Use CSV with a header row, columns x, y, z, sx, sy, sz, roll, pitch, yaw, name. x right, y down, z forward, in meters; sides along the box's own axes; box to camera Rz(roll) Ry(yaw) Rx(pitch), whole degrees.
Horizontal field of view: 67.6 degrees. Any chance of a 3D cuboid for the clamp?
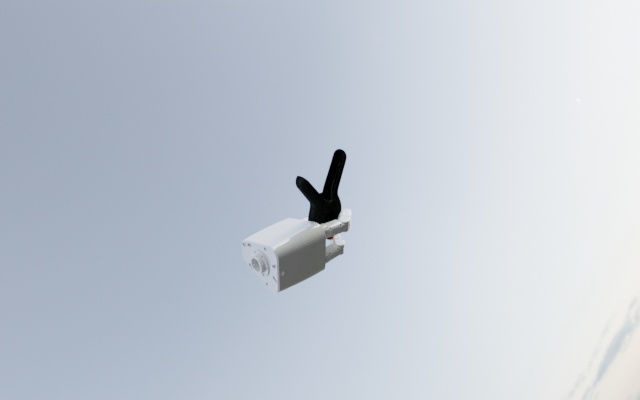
x,y,z,sx,sy,sz,roll,pitch,yaw,name
0.000,0.003,0.843,0.120,0.171,0.039,-24,36,-38,clamp
